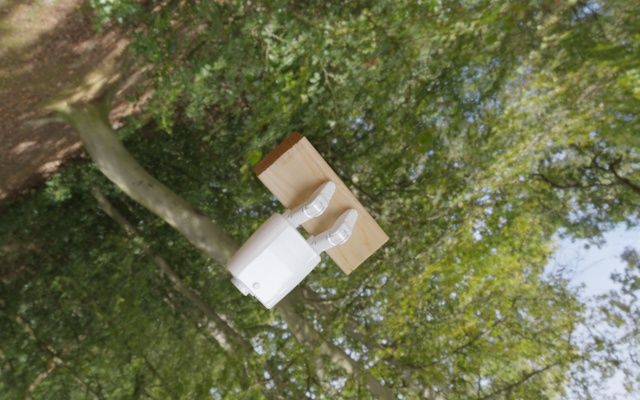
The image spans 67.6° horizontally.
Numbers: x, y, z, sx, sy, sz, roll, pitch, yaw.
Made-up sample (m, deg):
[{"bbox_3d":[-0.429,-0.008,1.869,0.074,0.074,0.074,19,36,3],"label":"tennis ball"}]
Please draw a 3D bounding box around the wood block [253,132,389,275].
[{"bbox_3d":[0.000,0.003,0.740,0.090,0.206,0.091,-41,18,-1],"label":"wood block"}]
